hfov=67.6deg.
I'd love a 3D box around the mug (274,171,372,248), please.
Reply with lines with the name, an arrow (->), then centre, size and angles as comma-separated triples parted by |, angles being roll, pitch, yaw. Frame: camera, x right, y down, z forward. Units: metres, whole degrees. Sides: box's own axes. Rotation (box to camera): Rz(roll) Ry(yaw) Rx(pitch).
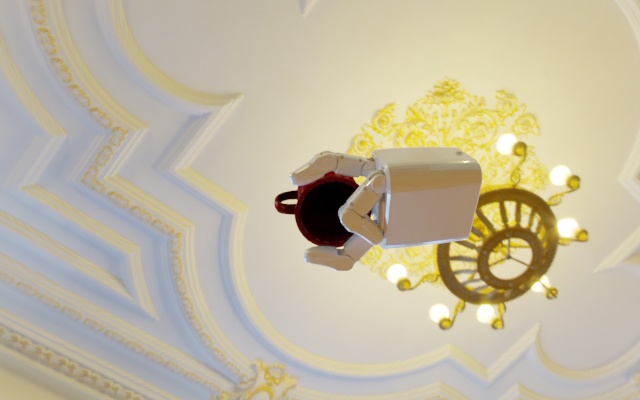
mug -> -0.001, 0.002, 0.608 | 0.117, 0.093, 0.081 | -3, 22, -4
